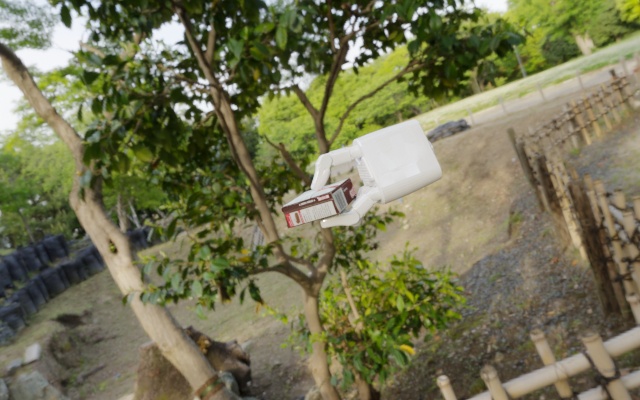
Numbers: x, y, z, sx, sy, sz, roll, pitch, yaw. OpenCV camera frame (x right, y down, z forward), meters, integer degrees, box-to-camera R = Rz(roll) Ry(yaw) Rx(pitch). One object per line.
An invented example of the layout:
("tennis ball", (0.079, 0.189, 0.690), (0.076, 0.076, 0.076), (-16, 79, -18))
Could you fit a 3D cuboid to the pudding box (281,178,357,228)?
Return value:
("pudding box", (0.000, 0.002, 0.761), (0.090, 0.039, 0.113), (-18, 6, 21))
